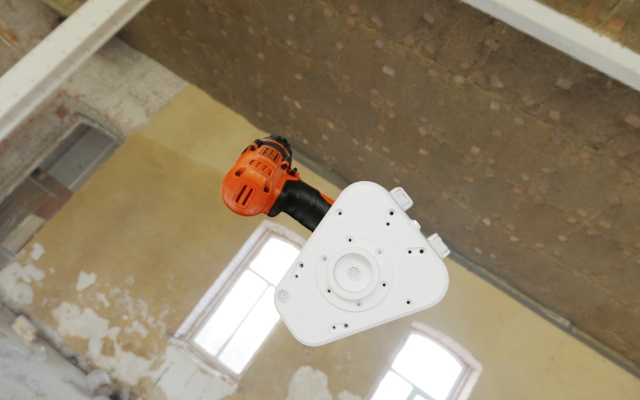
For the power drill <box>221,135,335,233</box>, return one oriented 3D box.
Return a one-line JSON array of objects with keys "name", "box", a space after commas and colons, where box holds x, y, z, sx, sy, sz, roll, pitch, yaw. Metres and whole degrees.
[{"name": "power drill", "box": [0.000, 0.002, 0.486, 0.187, 0.057, 0.184, 29, 20, -5]}]
